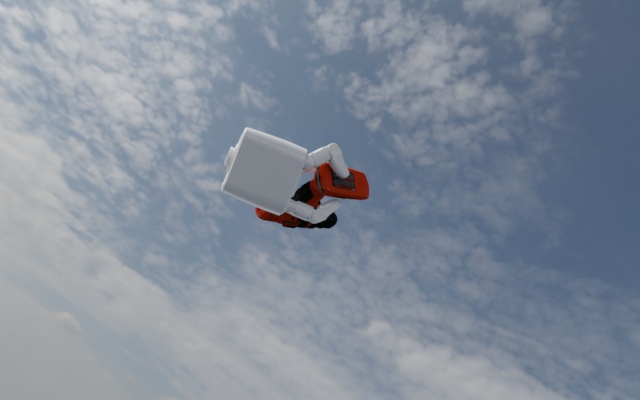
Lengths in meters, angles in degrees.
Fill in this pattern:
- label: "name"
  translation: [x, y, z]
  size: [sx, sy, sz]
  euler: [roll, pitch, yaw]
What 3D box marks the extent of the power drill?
- label: "power drill"
  translation: [0.000, 0.003, 0.878]
  size: [0.184, 0.057, 0.188]
  euler: [9, -29, -38]
